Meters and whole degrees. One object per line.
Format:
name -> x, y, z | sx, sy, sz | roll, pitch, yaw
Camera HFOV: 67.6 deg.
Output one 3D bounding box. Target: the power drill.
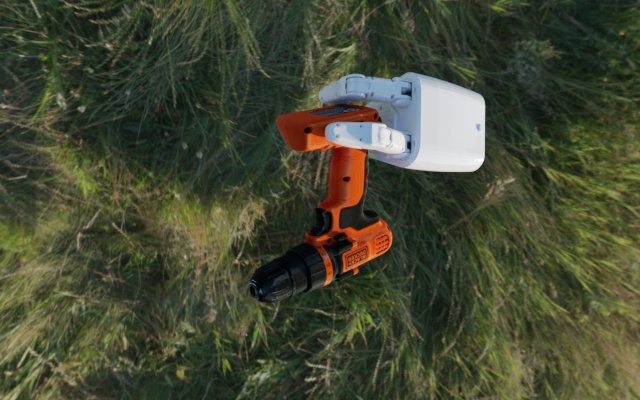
power drill -> 0.000, 0.001, 0.497 | 0.184, 0.188, 0.057 | -21, 30, -36
